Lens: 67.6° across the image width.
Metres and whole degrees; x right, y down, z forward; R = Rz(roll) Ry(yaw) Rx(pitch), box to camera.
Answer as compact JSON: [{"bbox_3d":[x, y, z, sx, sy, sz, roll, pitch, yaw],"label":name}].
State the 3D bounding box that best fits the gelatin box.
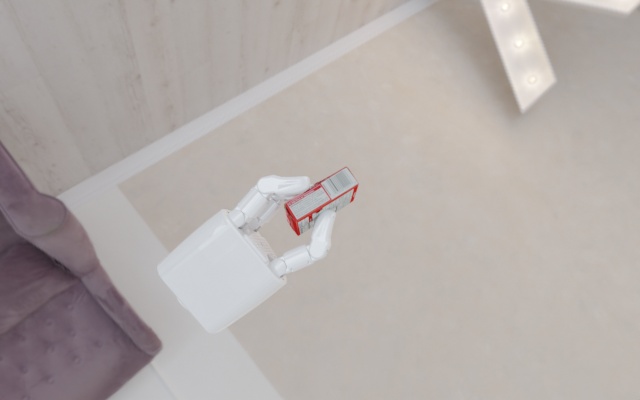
[{"bbox_3d":[0.001,0.002,0.579,0.089,0.030,0.073,-31,-13,-9],"label":"gelatin box"}]
